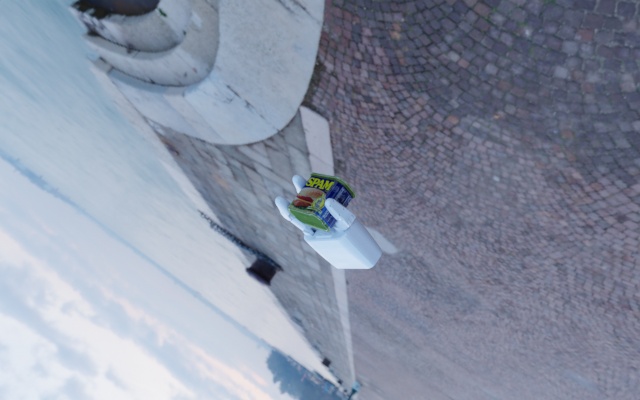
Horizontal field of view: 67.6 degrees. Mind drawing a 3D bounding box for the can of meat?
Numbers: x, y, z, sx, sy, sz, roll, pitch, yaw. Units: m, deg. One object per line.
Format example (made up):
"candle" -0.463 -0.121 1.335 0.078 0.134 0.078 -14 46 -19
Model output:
"can of meat" 0.000 0.003 0.855 0.102 0.084 0.057 14 -27 50
